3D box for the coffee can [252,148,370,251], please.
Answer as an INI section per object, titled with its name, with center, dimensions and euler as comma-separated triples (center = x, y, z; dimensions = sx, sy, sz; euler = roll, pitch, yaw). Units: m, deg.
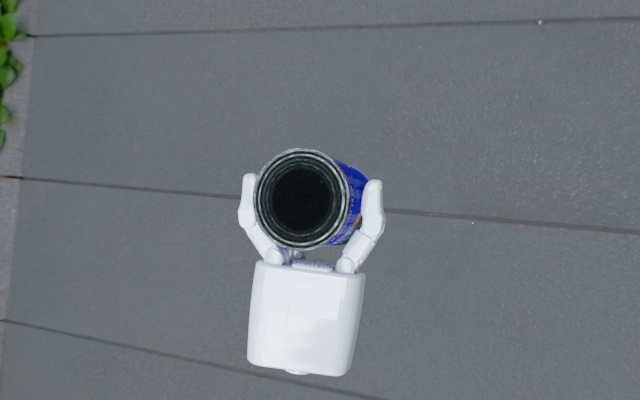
[coffee can]
center = 0.000, 0.002, 0.536
dimensions = 0.103, 0.103, 0.140
euler = 0, -3, 18
